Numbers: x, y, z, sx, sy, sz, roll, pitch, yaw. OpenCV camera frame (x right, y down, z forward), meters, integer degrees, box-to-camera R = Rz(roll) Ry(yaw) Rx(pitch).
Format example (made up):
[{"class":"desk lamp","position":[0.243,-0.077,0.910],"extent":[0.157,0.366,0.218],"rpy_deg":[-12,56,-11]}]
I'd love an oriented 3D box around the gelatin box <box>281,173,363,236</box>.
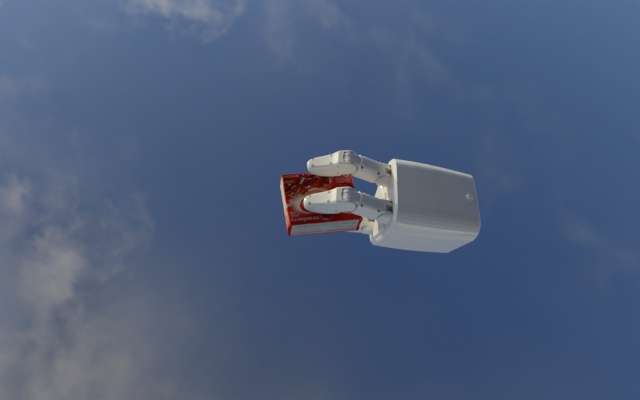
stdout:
[{"class":"gelatin box","position":[0.000,0.002,0.577],"extent":[0.089,0.073,0.030],"rpy_deg":[-4,-33,-11]}]
